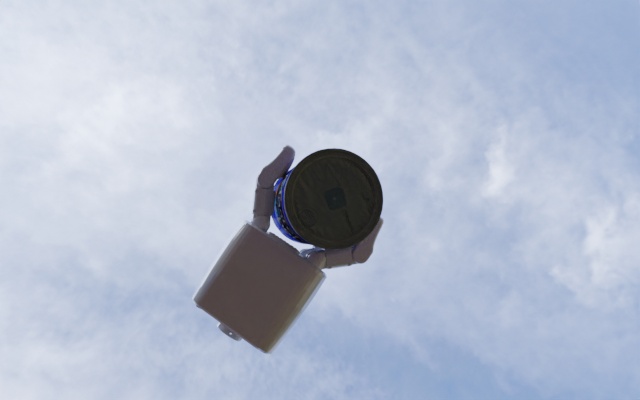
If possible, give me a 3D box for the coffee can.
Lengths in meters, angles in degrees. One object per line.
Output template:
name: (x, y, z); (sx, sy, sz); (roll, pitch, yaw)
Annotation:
coffee can: (0.000, 0.002, 0.545); (0.103, 0.103, 0.140); (0, -3, -12)
